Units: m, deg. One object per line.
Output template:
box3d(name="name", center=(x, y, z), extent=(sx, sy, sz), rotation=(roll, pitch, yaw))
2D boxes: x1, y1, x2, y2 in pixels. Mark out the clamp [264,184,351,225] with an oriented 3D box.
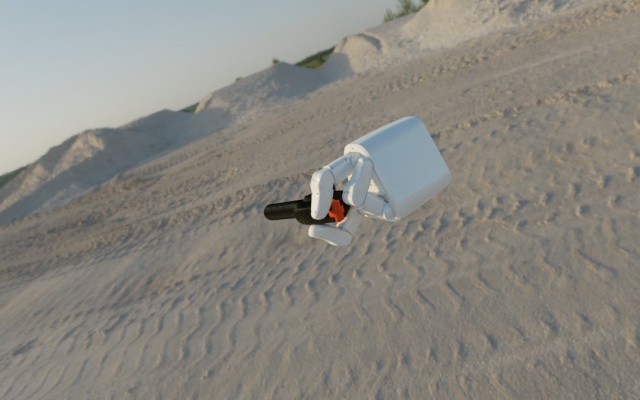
box3d(name="clamp", center=(0.000, 0.002, 0.683), extent=(0.120, 0.039, 0.171), rotation=(-31, 19, -24))
